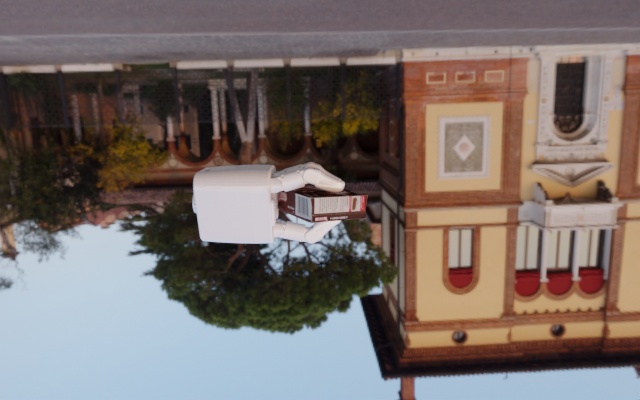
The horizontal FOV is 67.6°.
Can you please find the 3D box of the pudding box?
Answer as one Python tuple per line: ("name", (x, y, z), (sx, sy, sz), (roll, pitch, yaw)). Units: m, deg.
("pudding box", (0.000, 0.002, 0.688), (0.090, 0.039, 0.113), (-4, 12, -28))
